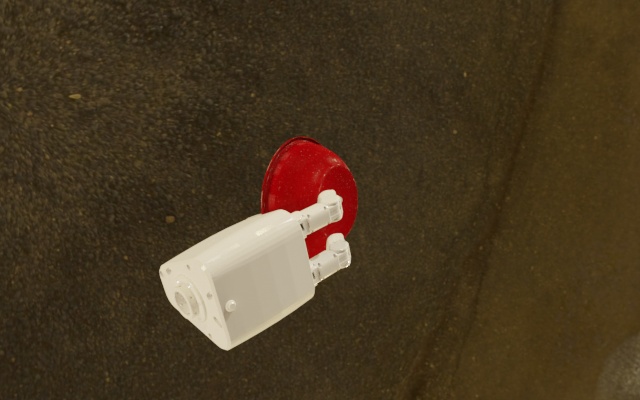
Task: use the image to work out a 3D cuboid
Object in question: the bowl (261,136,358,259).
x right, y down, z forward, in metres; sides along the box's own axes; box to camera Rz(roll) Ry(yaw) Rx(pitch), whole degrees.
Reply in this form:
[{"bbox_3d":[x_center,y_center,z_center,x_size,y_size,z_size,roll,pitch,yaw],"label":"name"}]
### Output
[{"bbox_3d":[0.001,0.001,0.587,0.055,0.162,0.162,3,1,34],"label":"bowl"}]
